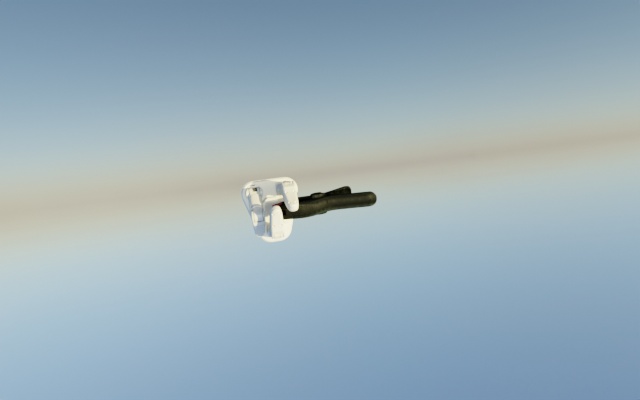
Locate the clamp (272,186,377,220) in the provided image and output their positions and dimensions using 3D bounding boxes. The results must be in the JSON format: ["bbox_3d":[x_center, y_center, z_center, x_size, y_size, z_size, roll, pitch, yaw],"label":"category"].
[{"bbox_3d":[0.000,0.003,0.823,0.171,0.039,0.120,-8,4,-10],"label":"clamp"}]
